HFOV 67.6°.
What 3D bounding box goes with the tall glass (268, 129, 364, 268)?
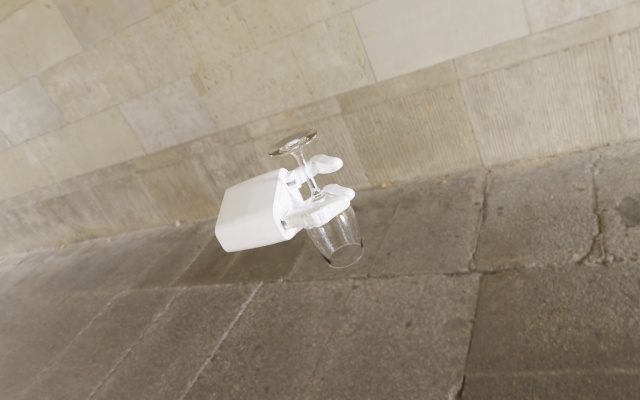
[{"bbox_3d":[0.000,0.002,0.695,0.079,0.201,0.079,-21,24,10],"label":"tall glass"}]
